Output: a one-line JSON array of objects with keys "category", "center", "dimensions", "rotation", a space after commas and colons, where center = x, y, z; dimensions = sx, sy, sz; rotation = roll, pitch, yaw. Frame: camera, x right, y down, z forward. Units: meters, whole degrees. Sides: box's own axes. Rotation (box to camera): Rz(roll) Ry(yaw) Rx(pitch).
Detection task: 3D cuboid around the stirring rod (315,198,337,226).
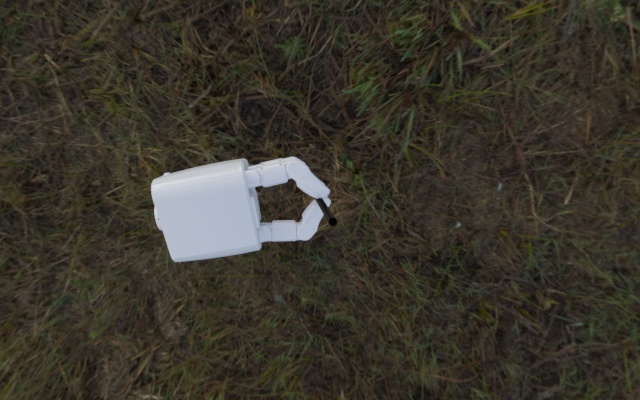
[{"category": "stirring rod", "center": [0.000, 0.002, 0.544], "dimensions": [0.011, 0.011, 0.239], "rotation": [0, 8, -5]}]
